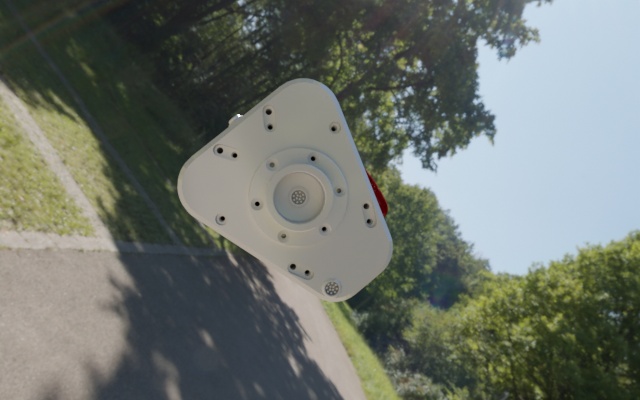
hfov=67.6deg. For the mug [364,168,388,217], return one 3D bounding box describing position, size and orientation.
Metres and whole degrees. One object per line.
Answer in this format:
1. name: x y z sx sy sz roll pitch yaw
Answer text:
1. mug: 0.000 0.001 0.410 0.081 0.093 0.117 -37 7 -3
